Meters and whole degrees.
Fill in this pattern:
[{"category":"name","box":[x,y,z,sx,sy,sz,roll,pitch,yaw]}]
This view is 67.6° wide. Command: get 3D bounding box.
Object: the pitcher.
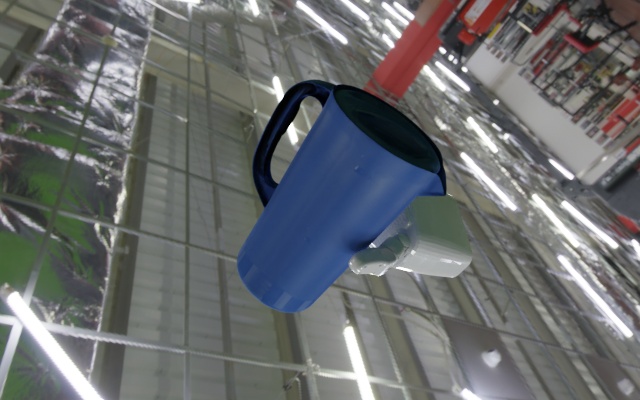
[{"category":"pitcher","box":[0.000,0.002,0.517,0.145,0.243,0.149,15,35,-35]}]
